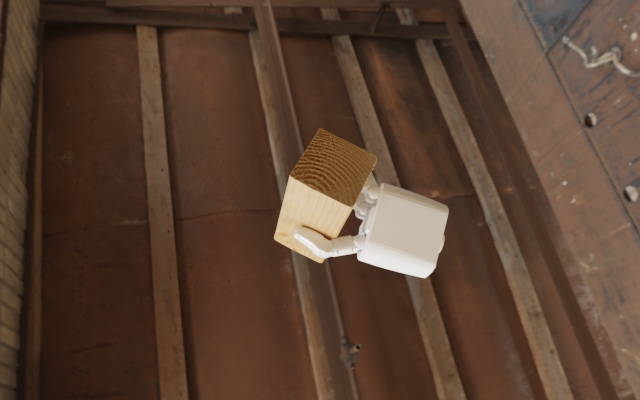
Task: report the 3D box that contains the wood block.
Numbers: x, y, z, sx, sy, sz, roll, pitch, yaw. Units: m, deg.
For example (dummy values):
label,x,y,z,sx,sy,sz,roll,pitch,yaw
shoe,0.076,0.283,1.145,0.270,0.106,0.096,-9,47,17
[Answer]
label,x,y,z,sx,sy,sz,roll,pitch,yaw
wood block,0.000,0.003,0.699,0.090,0.090,0.206,27,-29,3
